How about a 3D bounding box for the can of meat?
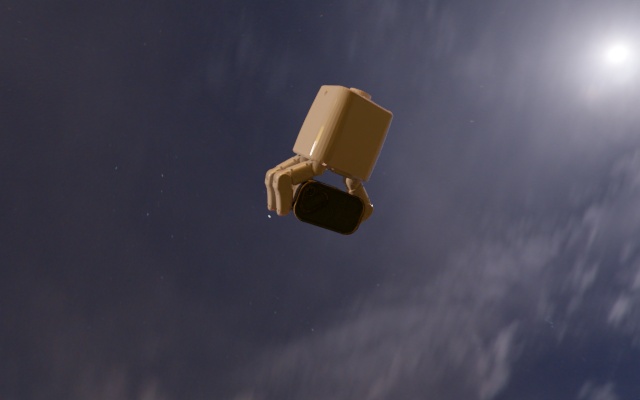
[{"bbox_3d":[0.000,0.002,0.689,0.102,0.057,0.084,19,6,-23],"label":"can of meat"}]
